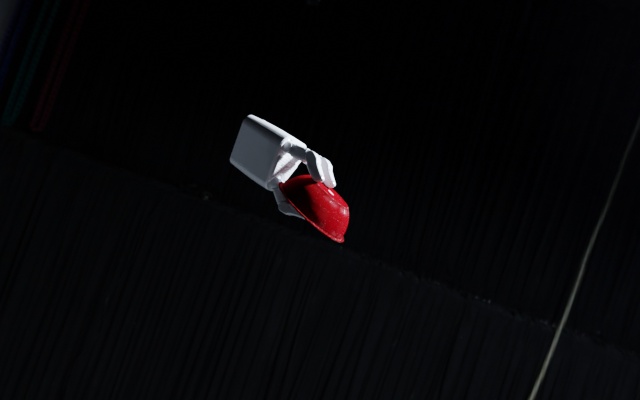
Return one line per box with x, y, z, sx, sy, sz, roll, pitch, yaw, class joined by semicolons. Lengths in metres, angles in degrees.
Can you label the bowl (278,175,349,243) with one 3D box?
0.001;0.003;0.882;0.162;0.055;0.162;42;9;-9;bowl
